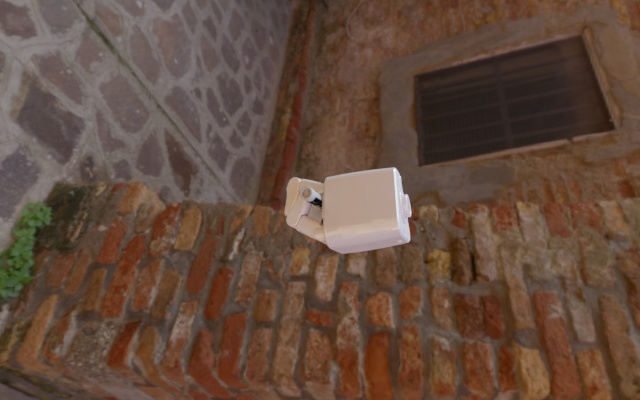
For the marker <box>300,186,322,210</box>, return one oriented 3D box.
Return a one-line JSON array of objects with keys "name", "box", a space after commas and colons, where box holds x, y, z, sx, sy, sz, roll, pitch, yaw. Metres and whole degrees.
[{"name": "marker", "box": [0.000, 0.002, 0.701, 0.020, 0.020, 0.121, 0, -12, 20]}]
